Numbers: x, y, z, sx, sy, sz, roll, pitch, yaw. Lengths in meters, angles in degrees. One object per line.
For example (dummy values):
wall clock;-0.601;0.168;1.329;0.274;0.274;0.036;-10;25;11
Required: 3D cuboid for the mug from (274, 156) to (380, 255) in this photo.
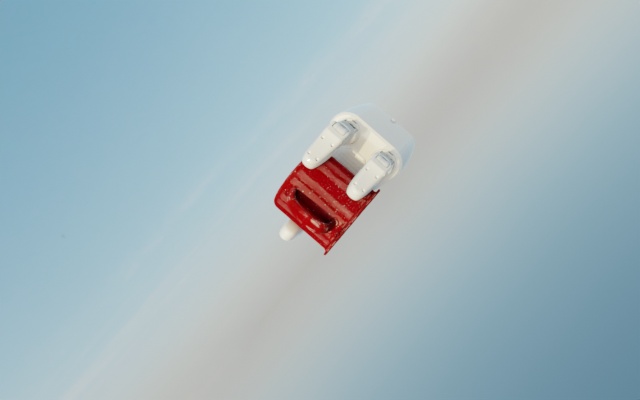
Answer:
mug;-0.001;0.002;0.505;0.081;0.093;0.117;40;26;5
